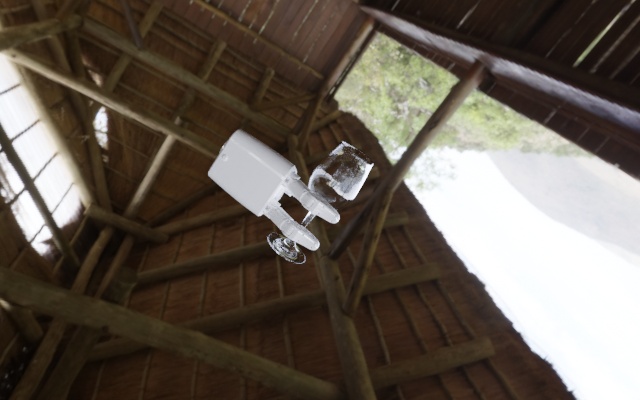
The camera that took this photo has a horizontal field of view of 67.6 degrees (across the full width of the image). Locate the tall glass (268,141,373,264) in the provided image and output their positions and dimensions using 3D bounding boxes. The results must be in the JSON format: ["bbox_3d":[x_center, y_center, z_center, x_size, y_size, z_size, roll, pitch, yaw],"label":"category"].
[{"bbox_3d":[0.000,0.003,0.763,0.079,0.201,0.079,34,16,-11],"label":"tall glass"}]
